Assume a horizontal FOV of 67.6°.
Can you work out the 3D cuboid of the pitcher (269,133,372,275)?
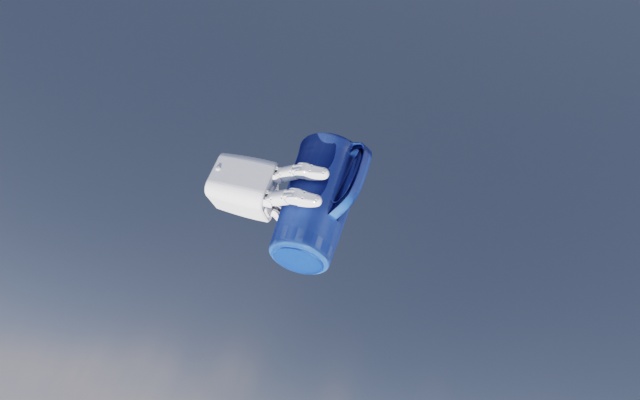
[{"bbox_3d":[0.000,0.003,0.858,0.145,0.242,0.149,13,-33,8],"label":"pitcher"}]
